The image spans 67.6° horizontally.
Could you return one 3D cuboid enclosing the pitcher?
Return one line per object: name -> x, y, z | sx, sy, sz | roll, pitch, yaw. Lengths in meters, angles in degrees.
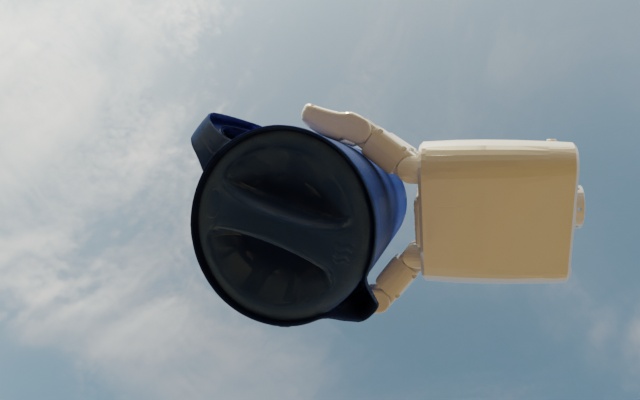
pitcher -> 0.000, 0.001, 0.421 | 0.145, 0.149, 0.243 | -1, 4, 18
